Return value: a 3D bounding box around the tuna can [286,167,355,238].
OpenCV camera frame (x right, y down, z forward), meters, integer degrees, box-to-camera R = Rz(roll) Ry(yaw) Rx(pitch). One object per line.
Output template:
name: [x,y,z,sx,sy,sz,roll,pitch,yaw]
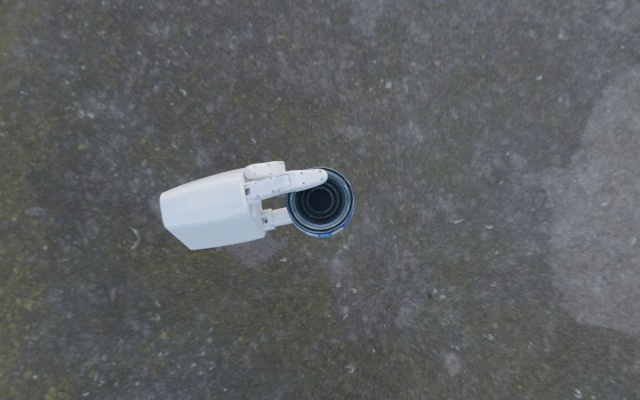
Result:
tuna can: [0.000,0.002,0.594,0.086,0.086,0.034,0,-11,2]
